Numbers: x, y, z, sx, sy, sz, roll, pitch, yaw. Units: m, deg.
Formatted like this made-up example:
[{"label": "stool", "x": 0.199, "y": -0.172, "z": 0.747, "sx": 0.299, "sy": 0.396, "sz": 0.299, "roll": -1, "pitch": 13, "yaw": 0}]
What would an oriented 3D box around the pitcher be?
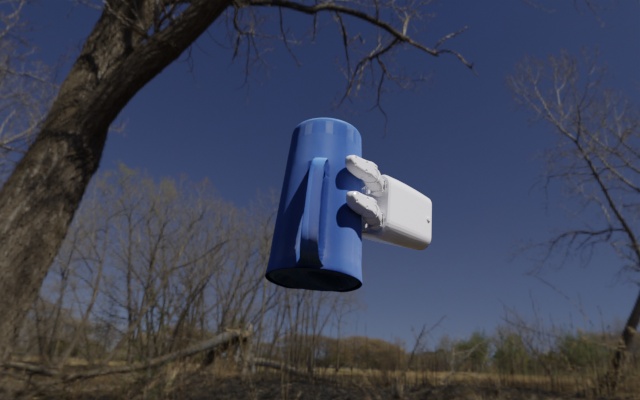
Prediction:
[{"label": "pitcher", "x": 0.000, "y": 0.002, "z": 0.686, "sx": 0.145, "sy": 0.242, "sz": 0.149, "roll": 22, "pitch": -28, "yaw": -35}]
